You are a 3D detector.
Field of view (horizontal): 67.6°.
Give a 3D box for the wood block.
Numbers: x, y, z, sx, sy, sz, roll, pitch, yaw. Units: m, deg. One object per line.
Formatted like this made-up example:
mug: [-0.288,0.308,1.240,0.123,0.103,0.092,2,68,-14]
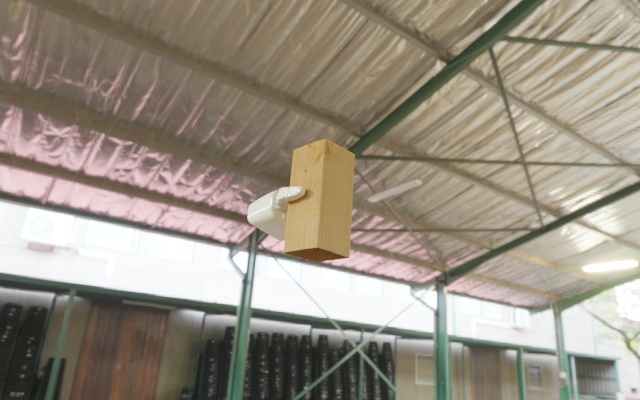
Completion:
wood block: [0.000,0.003,0.898,0.090,0.206,0.091,-13,-25,42]
